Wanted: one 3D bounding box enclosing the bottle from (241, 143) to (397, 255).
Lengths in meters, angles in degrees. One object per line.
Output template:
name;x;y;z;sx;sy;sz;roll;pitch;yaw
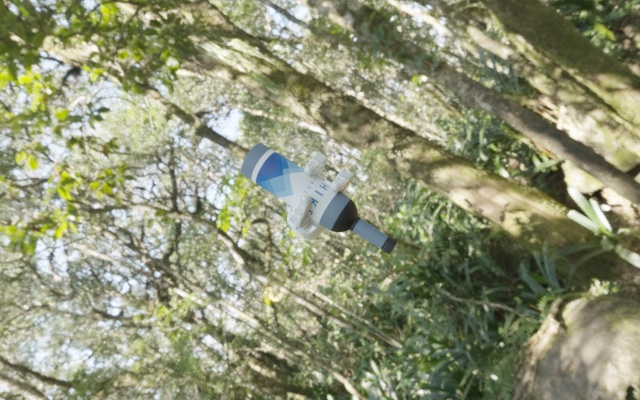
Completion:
bottle;0.000;0.003;0.827;0.295;0.069;0.069;32;6;9
